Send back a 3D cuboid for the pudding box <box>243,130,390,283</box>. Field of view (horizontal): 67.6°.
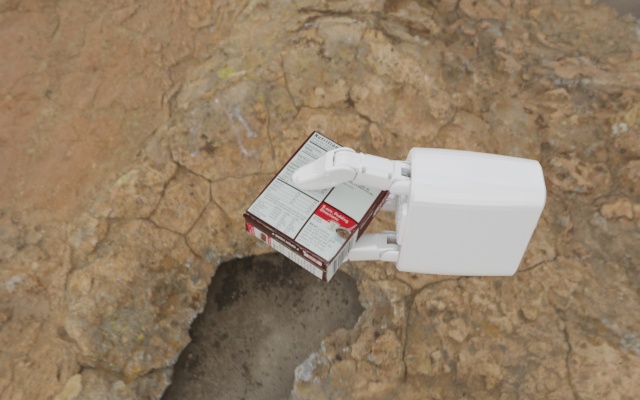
[{"bbox_3d":[0.000,0.001,0.428,0.090,0.113,0.039,31,-29,15],"label":"pudding box"}]
